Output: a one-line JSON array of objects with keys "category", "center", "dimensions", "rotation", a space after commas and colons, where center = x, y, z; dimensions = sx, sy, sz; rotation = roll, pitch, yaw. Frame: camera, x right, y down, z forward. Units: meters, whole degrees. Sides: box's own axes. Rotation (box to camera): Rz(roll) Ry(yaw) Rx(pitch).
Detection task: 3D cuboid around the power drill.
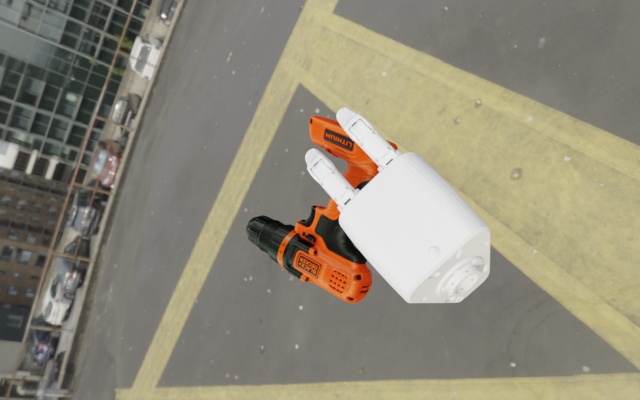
[{"category": "power drill", "center": [0.000, 0.002, 0.558], "dimensions": [0.184, 0.188, 0.057], "rotation": [25, 16, 31]}]
